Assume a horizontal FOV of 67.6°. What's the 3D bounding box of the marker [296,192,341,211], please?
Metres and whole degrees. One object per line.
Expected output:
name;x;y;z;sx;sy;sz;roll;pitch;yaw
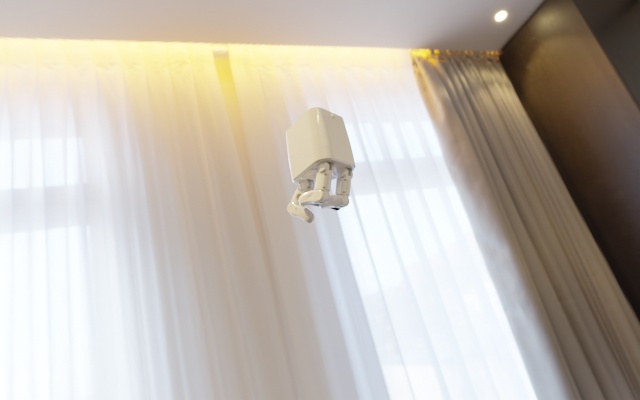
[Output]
marker;0.000;0.003;0.894;0.020;0.020;0.121;0;-8;39
